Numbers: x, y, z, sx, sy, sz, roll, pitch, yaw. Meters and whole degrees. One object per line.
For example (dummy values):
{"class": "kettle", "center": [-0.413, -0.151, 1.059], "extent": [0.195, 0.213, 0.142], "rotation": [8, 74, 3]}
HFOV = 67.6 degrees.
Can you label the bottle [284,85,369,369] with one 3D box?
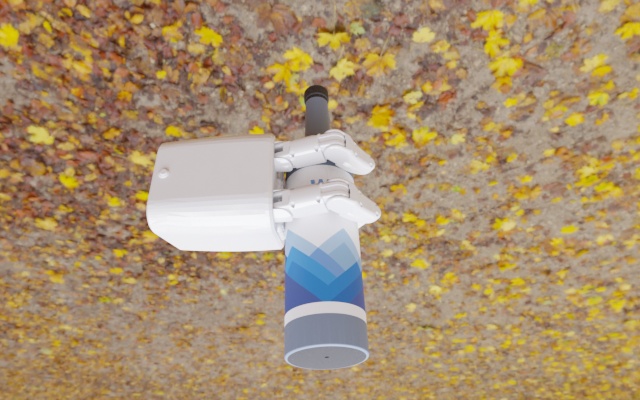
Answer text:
{"class": "bottle", "center": [0.000, 0.002, 0.454], "extent": [0.069, 0.295, 0.069], "rotation": [-2, -34, -1]}
